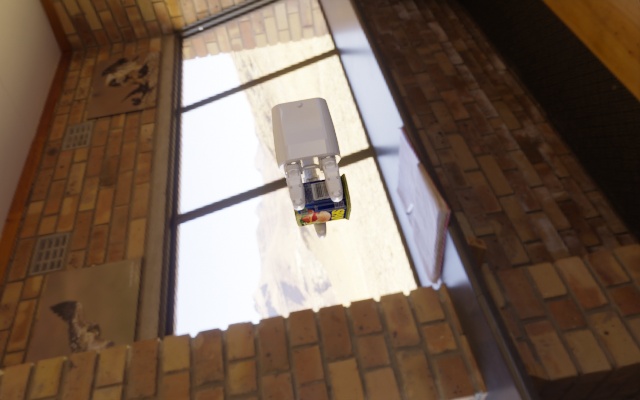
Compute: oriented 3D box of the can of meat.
[{"bbox_3d":[0.000,0.003,0.732,0.084,0.057,0.102,-10,-15,-2],"label":"can of meat"}]
